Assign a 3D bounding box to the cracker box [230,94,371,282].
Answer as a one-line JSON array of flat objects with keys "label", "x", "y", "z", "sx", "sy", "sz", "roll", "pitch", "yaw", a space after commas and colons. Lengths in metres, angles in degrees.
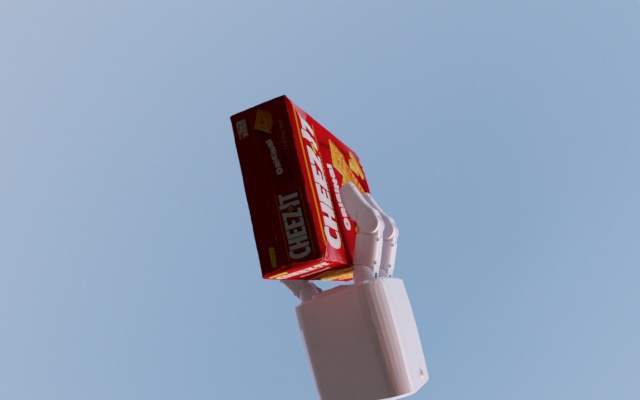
[{"label": "cracker box", "x": 0.000, "y": 0.002, "z": 0.525, "sx": 0.072, "sy": 0.164, "sz": 0.214, "roll": -20, "pitch": -17, "yaw": 18}]
